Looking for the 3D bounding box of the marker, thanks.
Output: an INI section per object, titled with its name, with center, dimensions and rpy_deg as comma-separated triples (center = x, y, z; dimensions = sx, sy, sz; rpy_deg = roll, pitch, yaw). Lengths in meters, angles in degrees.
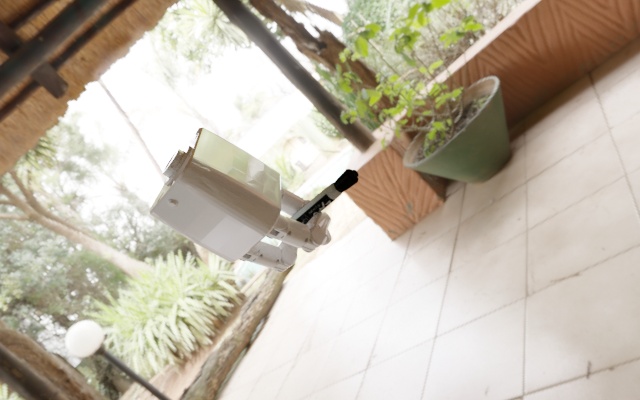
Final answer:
[marker]
center = 0.000, 0.002, 0.550
dimensions = 0.020, 0.020, 0.121
rpy_deg = 0, -32, -47
